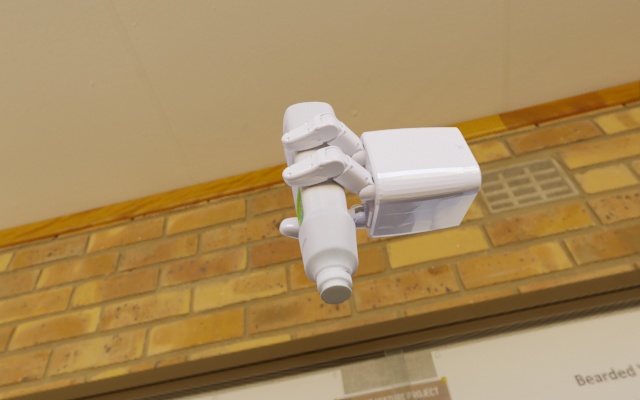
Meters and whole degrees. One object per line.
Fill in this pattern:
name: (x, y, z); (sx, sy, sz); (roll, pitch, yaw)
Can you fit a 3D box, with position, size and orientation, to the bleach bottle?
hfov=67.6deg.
bleach bottle: (0.000, 0.002, 0.509); (0.068, 0.103, 0.250); (-5, 44, -3)
